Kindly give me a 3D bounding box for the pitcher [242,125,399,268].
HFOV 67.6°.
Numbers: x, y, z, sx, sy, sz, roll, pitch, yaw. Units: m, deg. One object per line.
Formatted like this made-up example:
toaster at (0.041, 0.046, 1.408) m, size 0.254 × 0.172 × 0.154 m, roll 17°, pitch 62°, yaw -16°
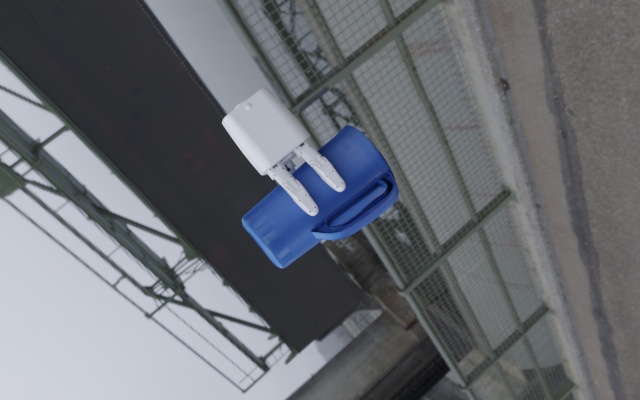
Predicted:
pitcher at (0.000, 0.002, 0.782) m, size 0.243 × 0.145 × 0.149 m, roll -39°, pitch 1°, yaw -8°
